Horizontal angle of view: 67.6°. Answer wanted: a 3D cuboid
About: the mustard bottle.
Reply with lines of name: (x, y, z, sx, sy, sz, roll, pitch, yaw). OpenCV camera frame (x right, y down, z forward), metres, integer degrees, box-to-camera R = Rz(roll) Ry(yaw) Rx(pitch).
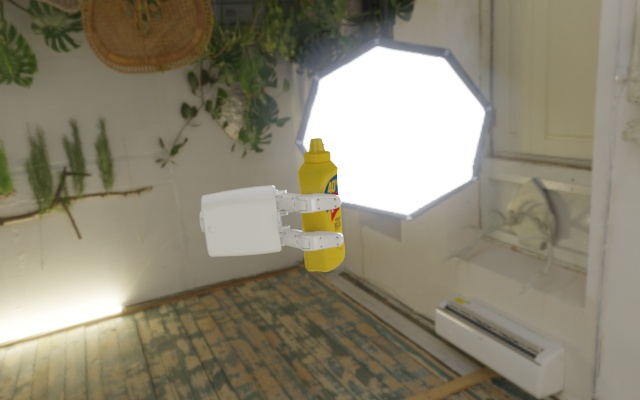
mustard bottle: (0.000, 0.003, 0.716, 0.058, 0.192, 0.096, 0, 14, 19)
